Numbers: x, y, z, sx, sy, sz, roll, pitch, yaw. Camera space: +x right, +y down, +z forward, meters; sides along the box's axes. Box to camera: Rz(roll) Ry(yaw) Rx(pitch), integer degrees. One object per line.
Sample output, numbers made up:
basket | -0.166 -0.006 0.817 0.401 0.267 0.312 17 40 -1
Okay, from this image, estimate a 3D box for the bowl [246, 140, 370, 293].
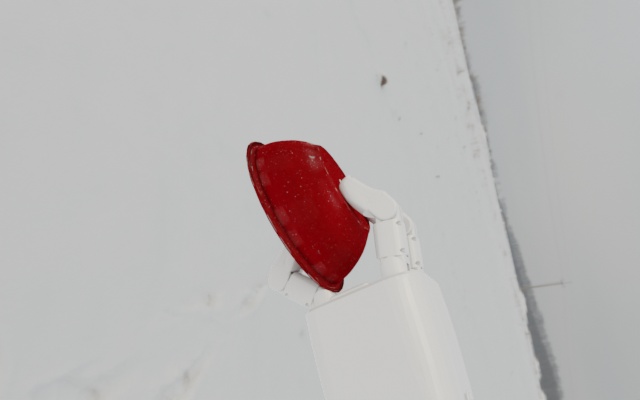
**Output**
bowl | 0.000 0.000 0.446 0.055 0.162 0.162 -31 -7 12
